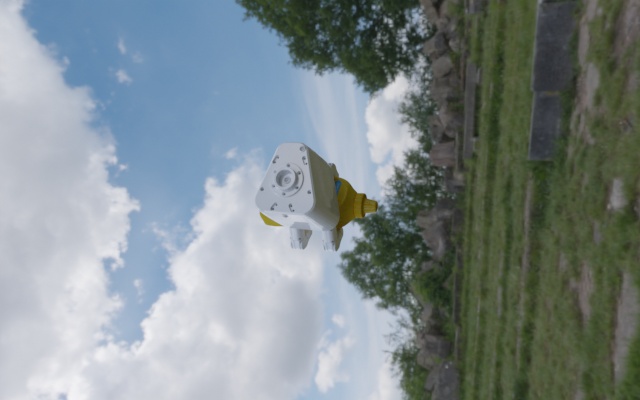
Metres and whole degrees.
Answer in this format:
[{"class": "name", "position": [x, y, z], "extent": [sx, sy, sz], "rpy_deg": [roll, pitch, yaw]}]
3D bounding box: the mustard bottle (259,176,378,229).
[{"class": "mustard bottle", "position": [0.000, 0.003, 0.796], "extent": [0.191, 0.096, 0.058], "rpy_deg": [4, -36, 20]}]
